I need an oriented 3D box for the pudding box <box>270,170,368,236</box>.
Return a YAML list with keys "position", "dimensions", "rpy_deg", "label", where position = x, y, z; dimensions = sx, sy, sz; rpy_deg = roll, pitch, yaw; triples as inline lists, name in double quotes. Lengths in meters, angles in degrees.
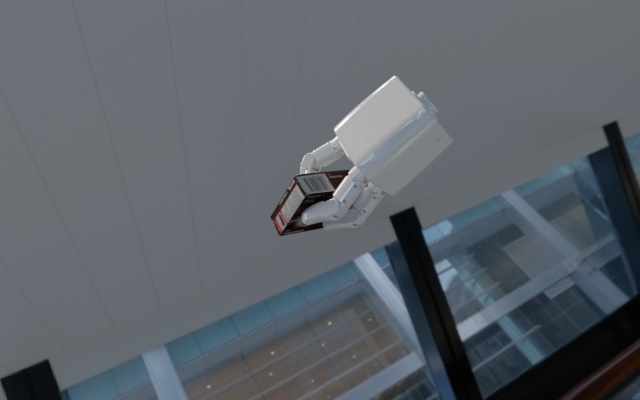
- position: [0.000, 0.002, 0.648]
  dimensions: [0.113, 0.039, 0.090]
  rpy_deg: [-6, -36, -37]
  label: "pudding box"
